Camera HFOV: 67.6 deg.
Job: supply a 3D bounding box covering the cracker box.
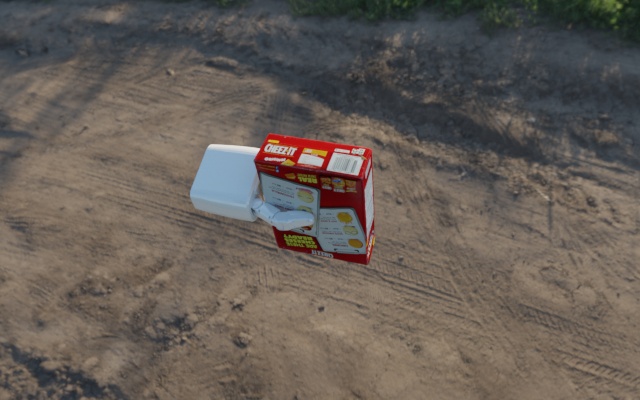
[{"bbox_3d":[0.000,0.002,0.753,0.164,0.072,0.214,10,-38,16],"label":"cracker box"}]
